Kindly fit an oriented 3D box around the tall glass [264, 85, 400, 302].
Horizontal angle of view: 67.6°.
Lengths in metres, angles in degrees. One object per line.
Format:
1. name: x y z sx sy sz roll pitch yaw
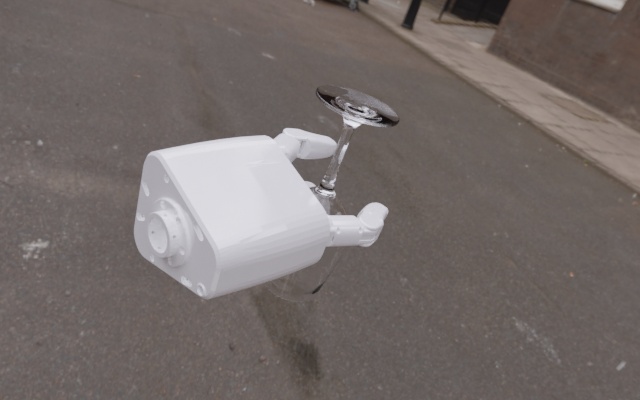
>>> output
1. tall glass: 0.000 0.001 0.445 0.079 0.201 0.079 16 29 -9
